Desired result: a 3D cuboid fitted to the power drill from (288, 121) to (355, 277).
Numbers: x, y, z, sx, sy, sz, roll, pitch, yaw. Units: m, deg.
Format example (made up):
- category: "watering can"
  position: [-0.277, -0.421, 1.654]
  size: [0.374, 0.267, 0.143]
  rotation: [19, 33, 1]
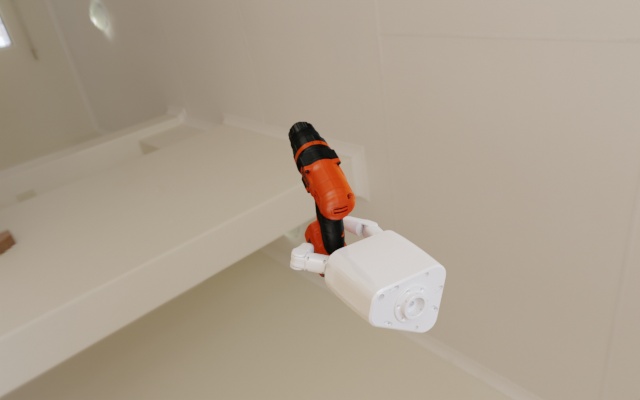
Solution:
- category: "power drill"
  position: [0.000, 0.003, 0.672]
  size: [0.057, 0.188, 0.184]
  rotation: [-15, 44, -8]
